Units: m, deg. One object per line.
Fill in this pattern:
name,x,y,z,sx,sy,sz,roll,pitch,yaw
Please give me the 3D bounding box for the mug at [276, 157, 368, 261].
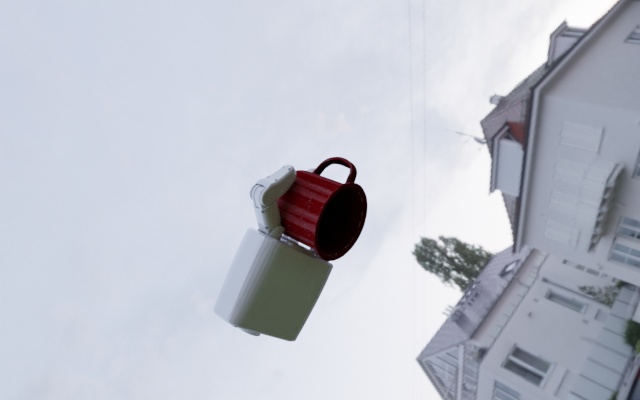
mug,0.001,0.000,0.557,0.081,0.117,0.093,22,-5,36
